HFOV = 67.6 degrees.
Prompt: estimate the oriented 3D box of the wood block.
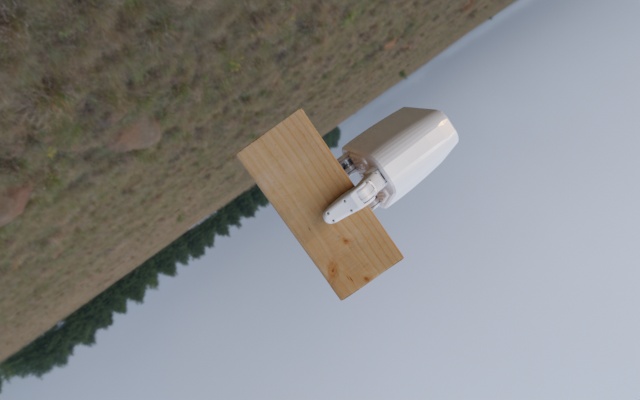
[{"bbox_3d":[0.001,0.002,0.575,0.090,0.206,0.091,-35,6,4],"label":"wood block"}]
